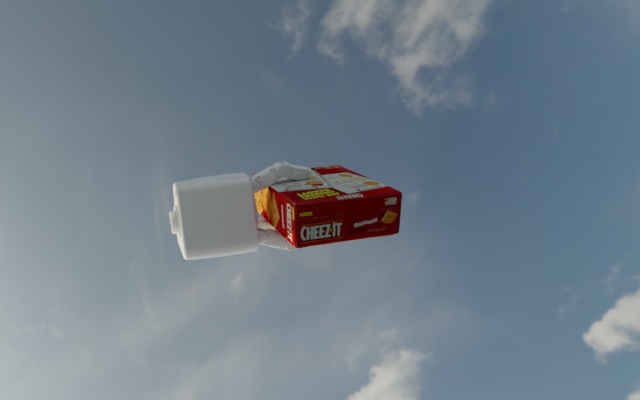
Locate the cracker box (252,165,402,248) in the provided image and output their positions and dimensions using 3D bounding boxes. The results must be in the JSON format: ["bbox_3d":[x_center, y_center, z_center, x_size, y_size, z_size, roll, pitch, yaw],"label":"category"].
[{"bbox_3d":[0.000,0.002,0.744,0.164,0.072,0.213,-7,17,-22],"label":"cracker box"}]
